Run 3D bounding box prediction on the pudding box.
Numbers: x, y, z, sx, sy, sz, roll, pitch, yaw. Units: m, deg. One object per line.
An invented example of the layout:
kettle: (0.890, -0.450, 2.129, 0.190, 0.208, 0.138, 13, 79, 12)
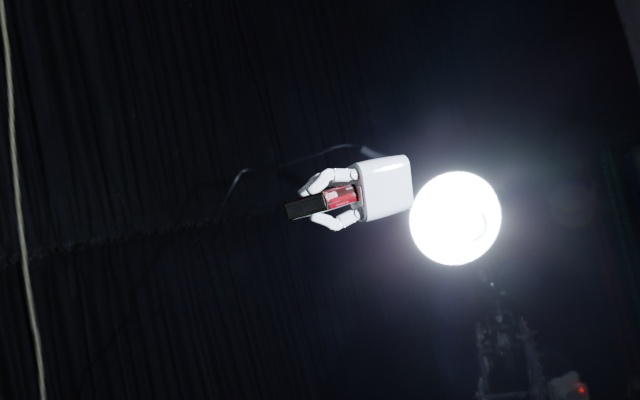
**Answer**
pudding box: (0.000, 0.003, 0.890, 0.113, 0.039, 0.090, -18, -3, 44)
